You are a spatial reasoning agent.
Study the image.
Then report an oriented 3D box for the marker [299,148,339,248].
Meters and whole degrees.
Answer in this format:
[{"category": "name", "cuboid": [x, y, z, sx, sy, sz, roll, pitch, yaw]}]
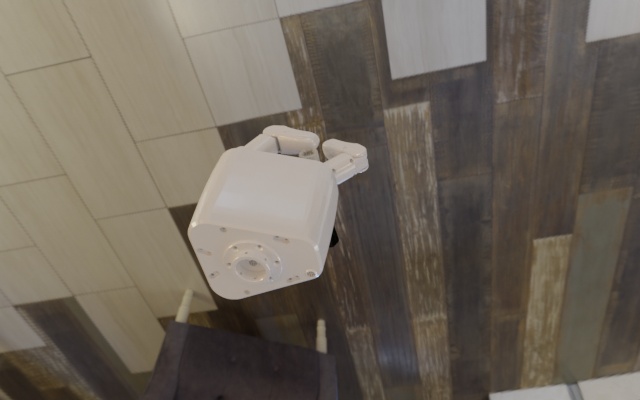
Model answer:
[{"category": "marker", "cuboid": [0.000, 0.002, 0.498, 0.020, 0.121, 0.020, -9, 35, 7]}]
